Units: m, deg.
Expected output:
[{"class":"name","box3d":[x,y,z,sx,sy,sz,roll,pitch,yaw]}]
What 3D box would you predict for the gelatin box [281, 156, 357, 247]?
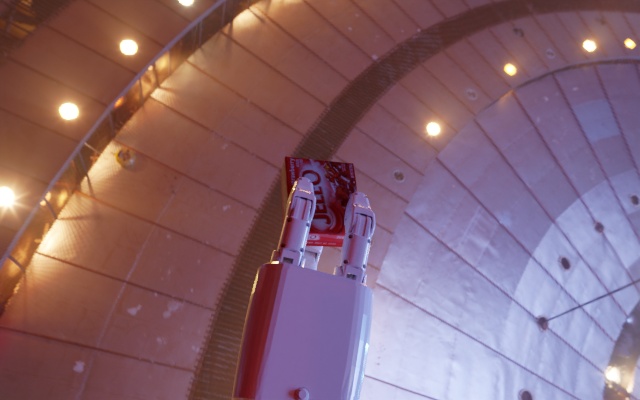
[{"class":"gelatin box","box3d":[0.000,0.002,0.470,0.073,0.089,0.030,4,-34,-15]}]
